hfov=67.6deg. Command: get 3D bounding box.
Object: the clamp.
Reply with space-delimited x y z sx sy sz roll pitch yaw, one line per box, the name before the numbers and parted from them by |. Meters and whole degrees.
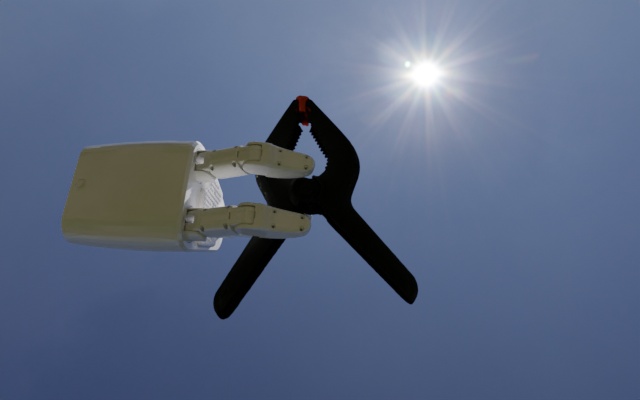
clamp | 0.000 0.001 0.421 0.164 0.210 0.036 2 -24 4
